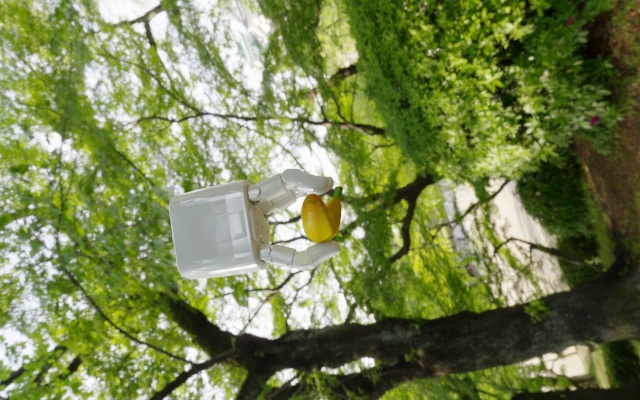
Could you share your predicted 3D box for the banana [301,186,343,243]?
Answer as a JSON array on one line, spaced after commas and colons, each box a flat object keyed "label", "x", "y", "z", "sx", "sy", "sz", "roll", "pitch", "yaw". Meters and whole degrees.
[{"label": "banana", "x": 0.001, "y": 0.020, "z": 0.602, "sx": 0.037, "sy": 0.069, "sz": 0.198, "roll": -1, "pitch": 4, "yaw": 9}]
